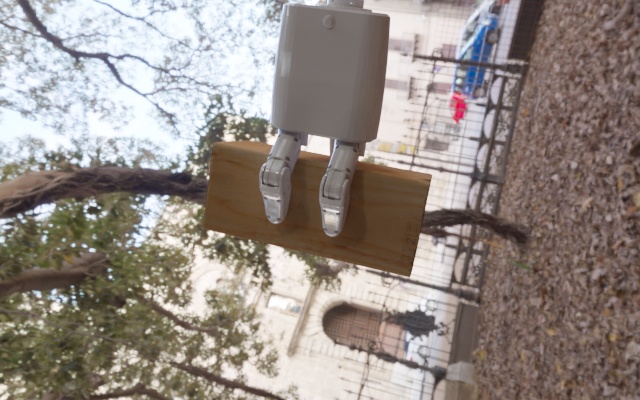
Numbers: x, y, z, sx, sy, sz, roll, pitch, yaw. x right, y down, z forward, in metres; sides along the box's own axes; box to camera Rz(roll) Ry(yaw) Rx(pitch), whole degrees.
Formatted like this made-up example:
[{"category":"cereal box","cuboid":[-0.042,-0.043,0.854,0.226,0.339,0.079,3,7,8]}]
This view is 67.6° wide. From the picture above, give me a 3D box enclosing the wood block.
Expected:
[{"category":"wood block","cuboid":[0.000,0.001,0.482,0.206,0.090,0.091,12,11,13]}]
